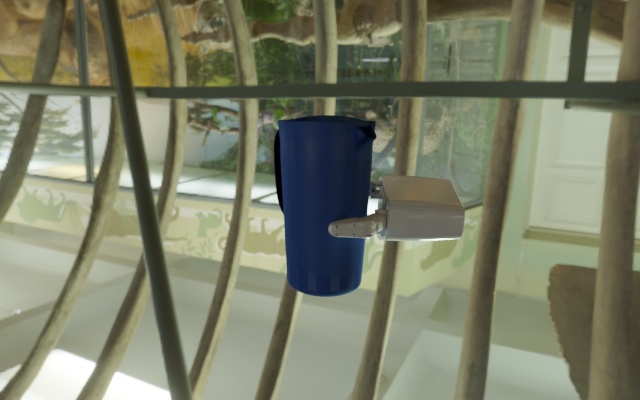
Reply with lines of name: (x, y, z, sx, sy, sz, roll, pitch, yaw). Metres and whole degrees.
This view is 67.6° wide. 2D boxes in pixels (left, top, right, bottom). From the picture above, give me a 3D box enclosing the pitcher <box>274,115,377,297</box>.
pitcher: (0.000, 0.002, 0.677, 0.145, 0.243, 0.149, 1, 11, 0)
